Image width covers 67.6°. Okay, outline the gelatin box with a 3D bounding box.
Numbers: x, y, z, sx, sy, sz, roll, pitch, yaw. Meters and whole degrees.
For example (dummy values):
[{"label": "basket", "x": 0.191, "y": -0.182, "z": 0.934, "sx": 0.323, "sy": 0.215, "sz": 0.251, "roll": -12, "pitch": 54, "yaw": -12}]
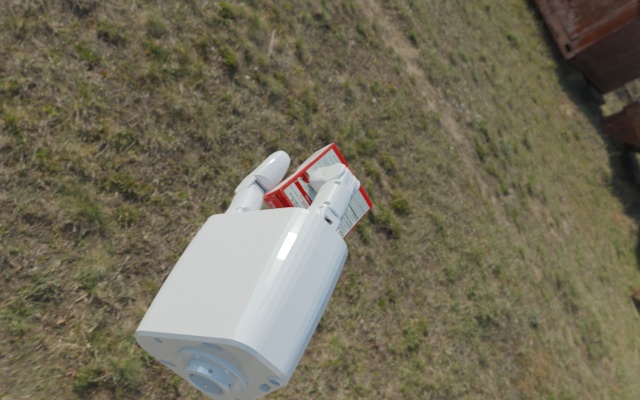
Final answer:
[{"label": "gelatin box", "x": 0.001, "y": 0.001, "z": 0.434, "sx": 0.030, "sy": 0.073, "sz": 0.089, "roll": -21, "pitch": 18, "yaw": 47}]
